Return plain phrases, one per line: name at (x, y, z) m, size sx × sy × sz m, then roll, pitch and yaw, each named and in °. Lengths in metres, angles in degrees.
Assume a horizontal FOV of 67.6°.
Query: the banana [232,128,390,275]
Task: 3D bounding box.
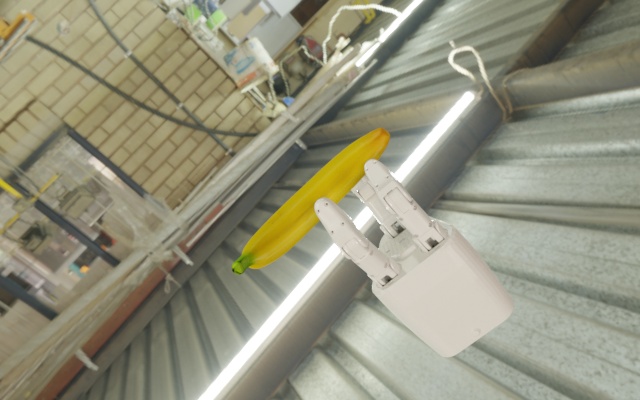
banana at (-0.007, 0.004, 0.471) m, size 0.198 × 0.037 × 0.069 m, roll -45°, pitch 11°, yaw -12°
